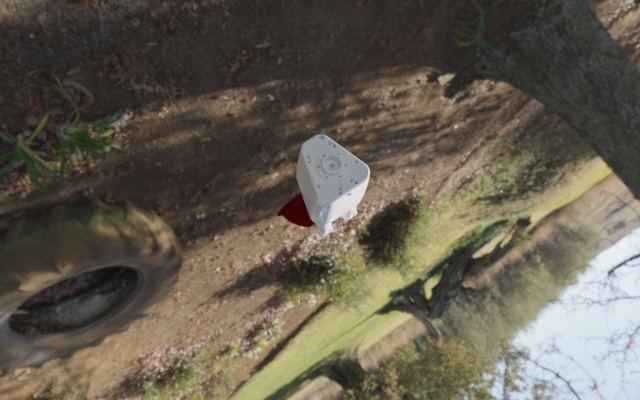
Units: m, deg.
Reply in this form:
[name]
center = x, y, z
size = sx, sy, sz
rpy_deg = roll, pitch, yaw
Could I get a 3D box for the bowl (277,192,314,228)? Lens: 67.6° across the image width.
[bowl]
center = 0.000, 0.003, 0.891
size = 0.162, 0.055, 0.162
rpy_deg = -34, -5, -3
